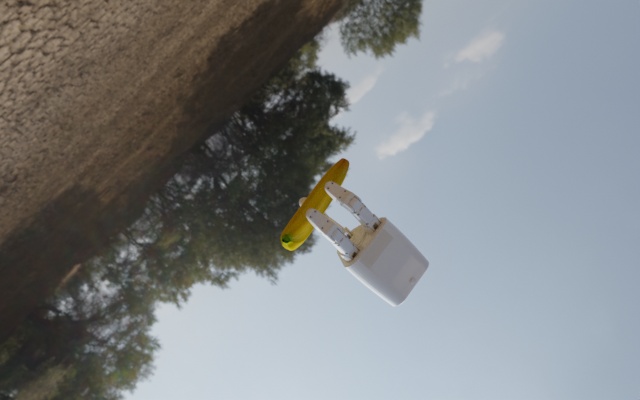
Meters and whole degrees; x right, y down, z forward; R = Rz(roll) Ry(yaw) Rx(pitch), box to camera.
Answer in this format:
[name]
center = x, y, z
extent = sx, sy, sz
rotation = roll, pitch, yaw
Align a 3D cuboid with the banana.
[banana]
center = -0.010, 0.013, 0.735
extent = 0.037, 0.197, 0.070
rotation = 39, -38, -6
